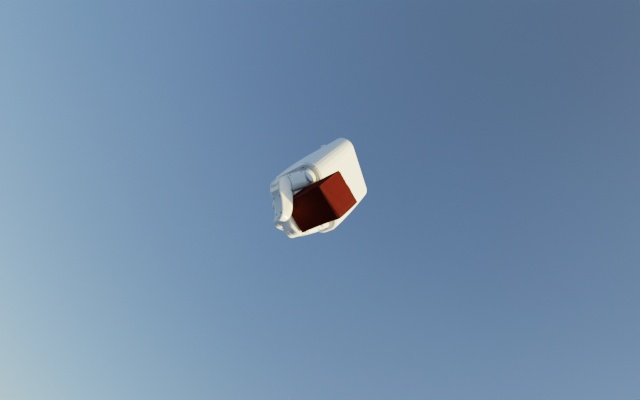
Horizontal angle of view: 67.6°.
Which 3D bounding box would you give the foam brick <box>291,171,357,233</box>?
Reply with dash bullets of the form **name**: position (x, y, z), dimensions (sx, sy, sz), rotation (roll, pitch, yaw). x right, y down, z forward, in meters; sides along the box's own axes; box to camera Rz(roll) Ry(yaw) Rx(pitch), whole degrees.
- **foam brick**: position (0.000, 0.002, 0.654), dimensions (0.078, 0.053, 0.051), rotation (-23, 11, 44)
